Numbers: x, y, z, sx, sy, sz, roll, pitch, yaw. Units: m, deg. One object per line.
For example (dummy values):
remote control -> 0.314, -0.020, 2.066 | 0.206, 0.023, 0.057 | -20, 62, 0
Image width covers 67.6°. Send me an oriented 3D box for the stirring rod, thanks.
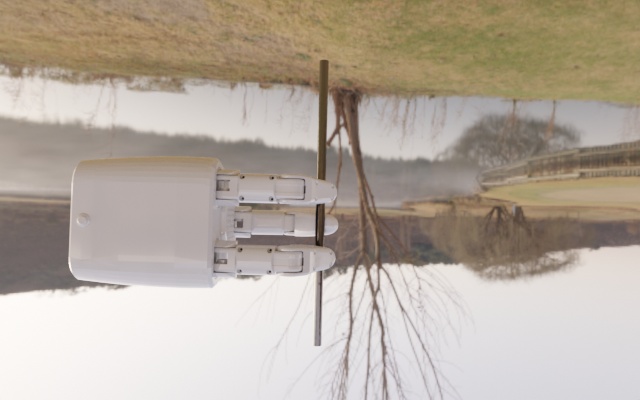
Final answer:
stirring rod -> 0.000, 0.001, 0.404 | 0.011, 0.239, 0.011 | 1, -1, 0
